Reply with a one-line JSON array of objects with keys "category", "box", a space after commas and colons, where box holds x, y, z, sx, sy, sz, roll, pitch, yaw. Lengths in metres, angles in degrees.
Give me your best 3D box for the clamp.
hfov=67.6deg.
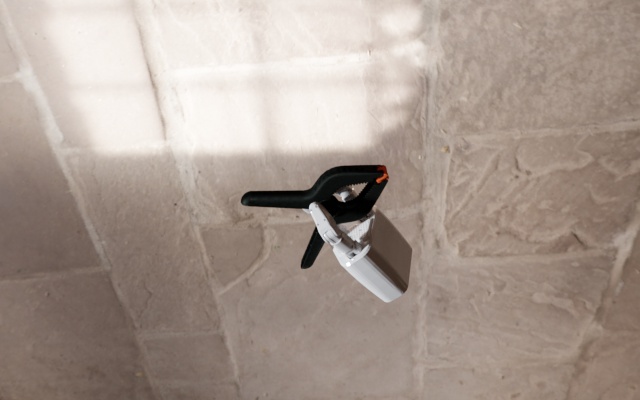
[{"category": "clamp", "box": [0.001, 0.003, 0.698, 0.210, 0.165, 0.036, -36, 29, 20]}]
